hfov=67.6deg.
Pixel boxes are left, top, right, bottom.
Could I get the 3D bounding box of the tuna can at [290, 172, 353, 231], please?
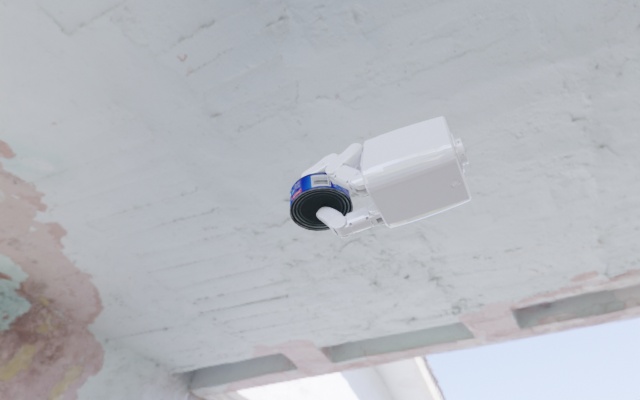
[{"bbox_3d":[0.000,0.002,0.654,0.086,0.033,0.086,-3,-43,-3],"label":"tuna can"}]
